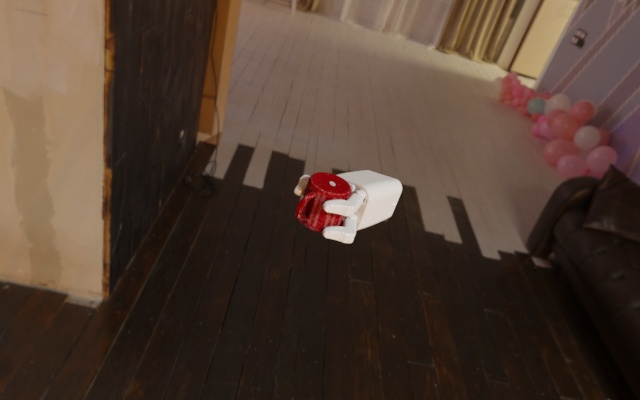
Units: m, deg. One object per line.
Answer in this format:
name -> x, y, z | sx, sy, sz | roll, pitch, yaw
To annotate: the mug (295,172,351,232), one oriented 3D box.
mug -> -0.001, 0.003, 0.878 | 0.117, 0.081, 0.093 | -15, 43, -43
